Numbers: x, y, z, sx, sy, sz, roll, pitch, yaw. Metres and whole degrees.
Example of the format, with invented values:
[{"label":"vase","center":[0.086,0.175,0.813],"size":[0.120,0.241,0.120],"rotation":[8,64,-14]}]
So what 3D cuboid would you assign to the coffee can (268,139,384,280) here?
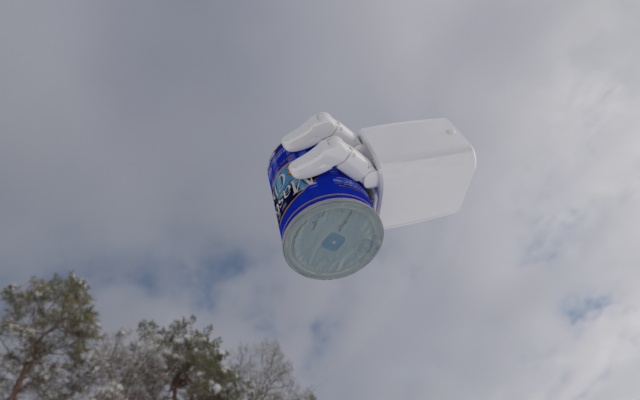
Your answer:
[{"label":"coffee can","center":[0.000,0.002,0.525],"size":[0.103,0.103,0.140],"rotation":[0,36,-14]}]
